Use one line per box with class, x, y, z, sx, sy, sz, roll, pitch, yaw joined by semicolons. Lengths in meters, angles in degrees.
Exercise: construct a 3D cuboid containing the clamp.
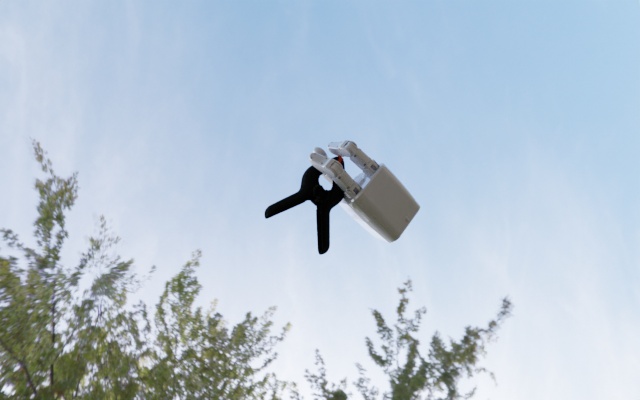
clamp;0.000;0.003;0.798;0.120;0.171;0.039;45;-23;-11
